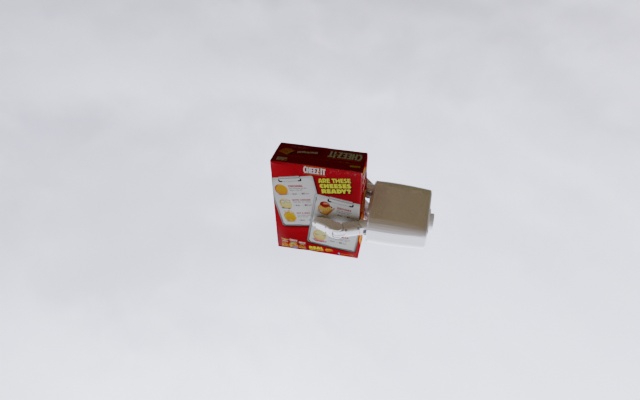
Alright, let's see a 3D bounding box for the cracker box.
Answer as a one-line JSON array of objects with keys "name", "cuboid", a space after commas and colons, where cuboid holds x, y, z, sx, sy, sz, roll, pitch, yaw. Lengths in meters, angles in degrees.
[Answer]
[{"name": "cracker box", "cuboid": [0.000, 0.003, 0.894, 0.164, 0.214, 0.072, 8, 41, 10]}]
